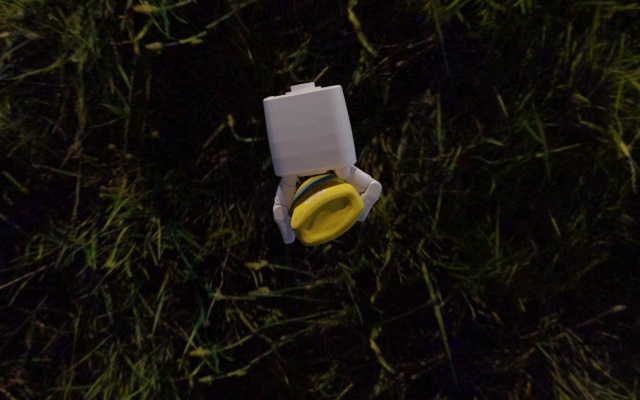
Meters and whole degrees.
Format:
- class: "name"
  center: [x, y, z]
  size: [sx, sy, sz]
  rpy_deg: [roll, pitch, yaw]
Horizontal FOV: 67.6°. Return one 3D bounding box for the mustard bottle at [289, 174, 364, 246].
- class: "mustard bottle"
  center: [0.000, 0.003, 0.692]
  size: [0.096, 0.058, 0.191]
  rpy_deg: [-35, 14, 2]
